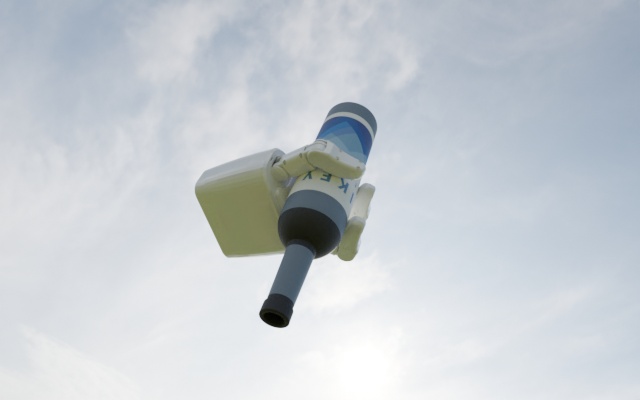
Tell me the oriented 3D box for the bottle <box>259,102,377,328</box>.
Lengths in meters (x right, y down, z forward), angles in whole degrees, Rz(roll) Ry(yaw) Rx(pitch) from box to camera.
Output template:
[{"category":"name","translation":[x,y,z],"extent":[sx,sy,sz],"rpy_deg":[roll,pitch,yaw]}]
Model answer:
[{"category":"bottle","translation":[0.000,0.001,0.501],"extent":[0.069,0.069,0.295],"rpy_deg":[0,42,21]}]
